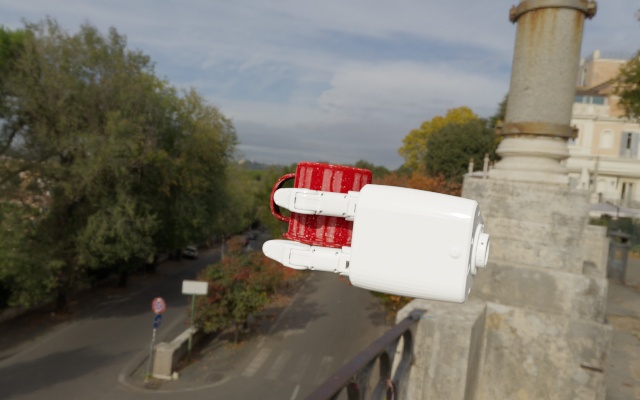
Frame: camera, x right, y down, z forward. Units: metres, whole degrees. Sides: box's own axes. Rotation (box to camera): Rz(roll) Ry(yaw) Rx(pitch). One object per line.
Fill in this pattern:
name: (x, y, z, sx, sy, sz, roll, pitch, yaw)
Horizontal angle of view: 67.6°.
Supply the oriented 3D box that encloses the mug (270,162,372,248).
mug: (-0.001, 0.001, 0.517, 0.117, 0.081, 0.093, 8, 3, 24)
